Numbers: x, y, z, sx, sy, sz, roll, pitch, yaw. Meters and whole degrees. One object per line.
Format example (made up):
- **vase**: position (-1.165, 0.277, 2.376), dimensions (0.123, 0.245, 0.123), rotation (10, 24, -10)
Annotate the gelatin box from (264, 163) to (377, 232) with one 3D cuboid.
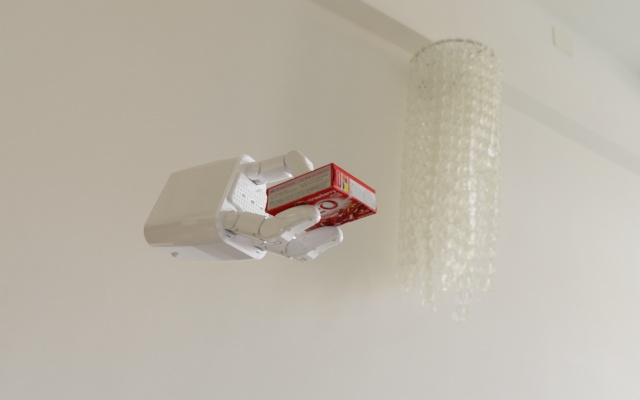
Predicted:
- **gelatin box**: position (0.000, 0.001, 0.480), dimensions (0.089, 0.030, 0.073), rotation (-20, -33, 34)
